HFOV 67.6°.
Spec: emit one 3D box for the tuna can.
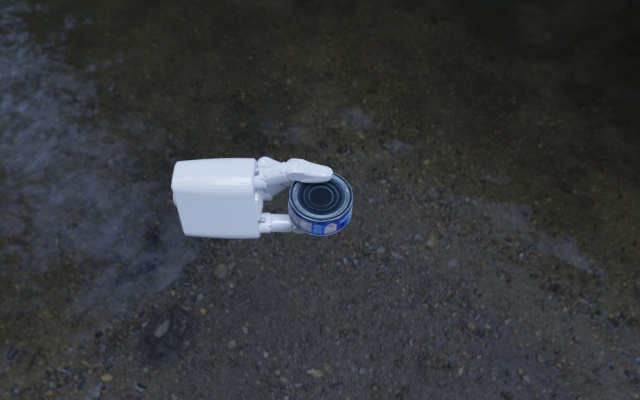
[{"bbox_3d":[0.000,0.002,0.625,0.086,0.086,0.034,0,-35,-3],"label":"tuna can"}]
